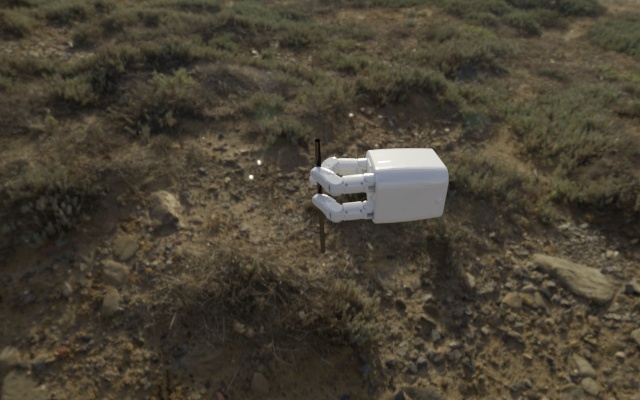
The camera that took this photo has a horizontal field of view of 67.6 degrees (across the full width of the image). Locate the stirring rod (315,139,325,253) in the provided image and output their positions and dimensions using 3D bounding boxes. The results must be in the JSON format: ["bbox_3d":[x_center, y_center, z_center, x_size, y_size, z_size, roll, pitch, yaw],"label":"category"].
[{"bbox_3d":[0.000,0.003,0.765,0.011,0.240,0.011,-2,43,1],"label":"stirring rod"}]
